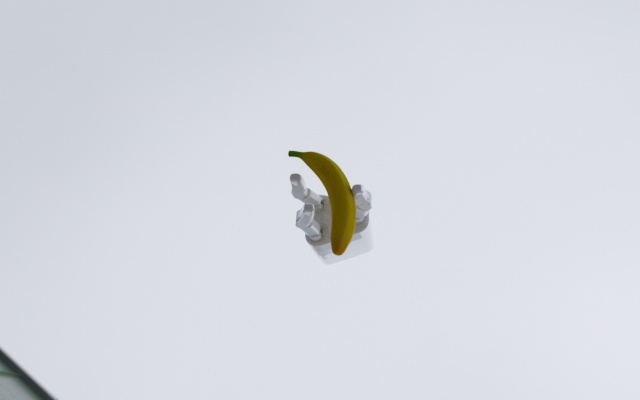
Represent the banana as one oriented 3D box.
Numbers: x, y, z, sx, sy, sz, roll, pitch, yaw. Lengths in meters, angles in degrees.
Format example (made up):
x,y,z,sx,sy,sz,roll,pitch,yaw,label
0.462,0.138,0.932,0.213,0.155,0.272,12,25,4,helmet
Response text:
x,y,z,sx,sy,sz,roll,pitch,yaw,label
0.016,-0.008,0.732,0.069,0.197,0.037,-24,-30,-4,banana
